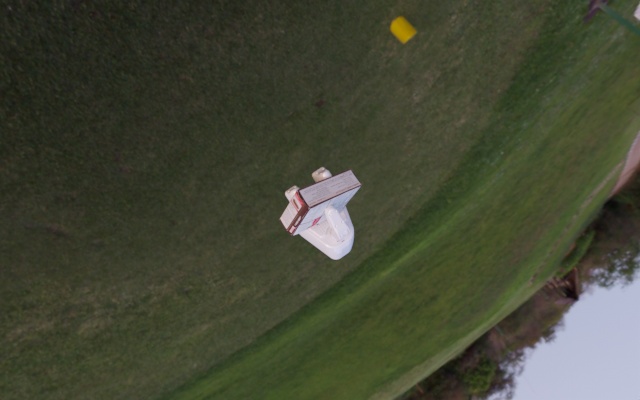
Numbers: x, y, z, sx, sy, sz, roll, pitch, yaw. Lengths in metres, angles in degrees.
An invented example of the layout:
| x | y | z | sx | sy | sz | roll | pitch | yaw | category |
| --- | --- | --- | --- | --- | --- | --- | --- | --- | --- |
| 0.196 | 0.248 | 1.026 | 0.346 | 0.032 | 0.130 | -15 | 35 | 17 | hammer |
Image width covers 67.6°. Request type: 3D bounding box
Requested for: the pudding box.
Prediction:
| x | y | z | sx | sy | sz | roll | pitch | yaw | category |
| --- | --- | --- | --- | --- | --- | --- | --- | --- | --- |
| 0.000 | 0.003 | 0.755 | 0.113 | 0.039 | 0.090 | -25 | -19 | -35 | pudding box |
